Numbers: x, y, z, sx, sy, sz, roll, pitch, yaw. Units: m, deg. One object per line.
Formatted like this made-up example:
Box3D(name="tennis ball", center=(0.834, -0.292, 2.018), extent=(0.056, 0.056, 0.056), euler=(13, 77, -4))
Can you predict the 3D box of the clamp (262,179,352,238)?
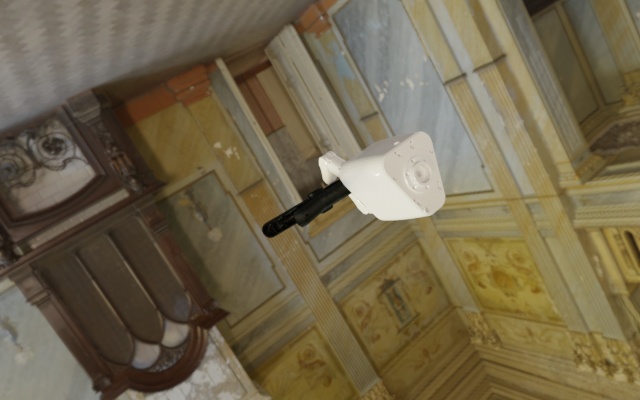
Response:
Box3D(name="clamp", center=(0.000, 0.003, 0.710), extent=(0.171, 0.039, 0.120), euler=(-34, 12, -24))
